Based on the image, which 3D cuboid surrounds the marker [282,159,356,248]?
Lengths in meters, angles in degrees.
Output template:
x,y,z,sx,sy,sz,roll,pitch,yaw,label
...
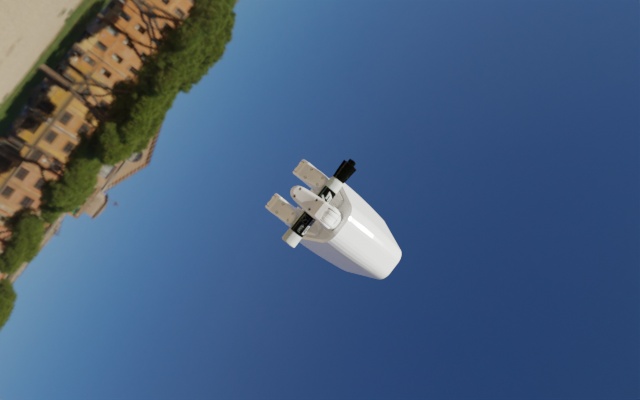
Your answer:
x,y,z,sx,sy,sz,roll,pitch,yaw,label
0.000,0.002,0.550,0.020,0.121,0.020,38,0,0,marker
